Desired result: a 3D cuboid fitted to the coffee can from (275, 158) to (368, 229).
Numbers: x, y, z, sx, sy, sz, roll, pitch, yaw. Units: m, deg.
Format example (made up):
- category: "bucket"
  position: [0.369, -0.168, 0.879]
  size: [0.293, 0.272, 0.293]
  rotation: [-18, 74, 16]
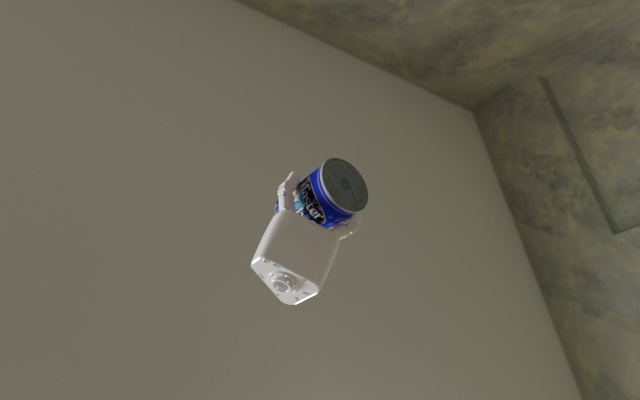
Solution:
- category: "coffee can"
  position: [0.000, 0.003, 0.848]
  size: [0.103, 0.102, 0.140]
  rotation: [0, -26, -43]
